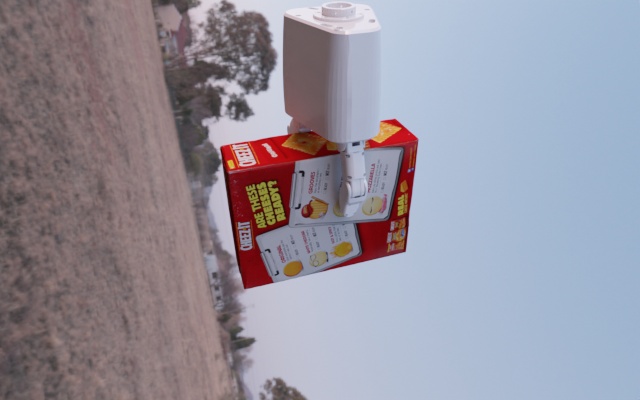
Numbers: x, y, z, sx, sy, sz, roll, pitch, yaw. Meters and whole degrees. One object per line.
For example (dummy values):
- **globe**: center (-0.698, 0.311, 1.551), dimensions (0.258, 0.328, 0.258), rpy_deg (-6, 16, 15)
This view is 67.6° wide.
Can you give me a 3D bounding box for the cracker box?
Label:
- **cracker box**: center (0.000, 0.002, 0.566), dimensions (0.213, 0.164, 0.072), rpy_deg (-11, 35, -15)
